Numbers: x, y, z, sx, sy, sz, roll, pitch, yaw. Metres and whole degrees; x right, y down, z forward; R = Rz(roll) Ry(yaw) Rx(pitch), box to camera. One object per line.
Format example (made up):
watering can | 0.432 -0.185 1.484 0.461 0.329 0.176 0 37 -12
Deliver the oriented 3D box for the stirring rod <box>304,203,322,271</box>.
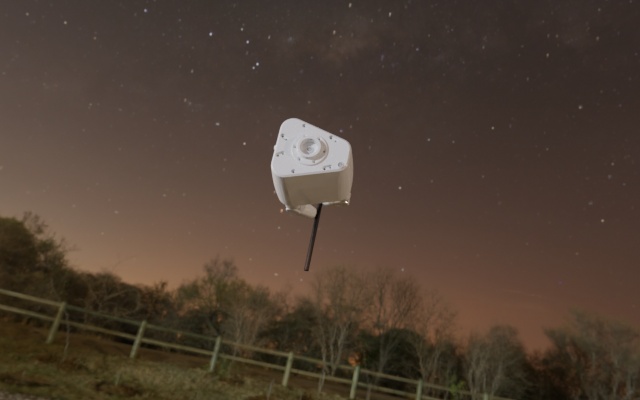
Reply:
stirring rod | 0.000 0.003 0.812 0.011 0.239 0.011 10 -20 4
